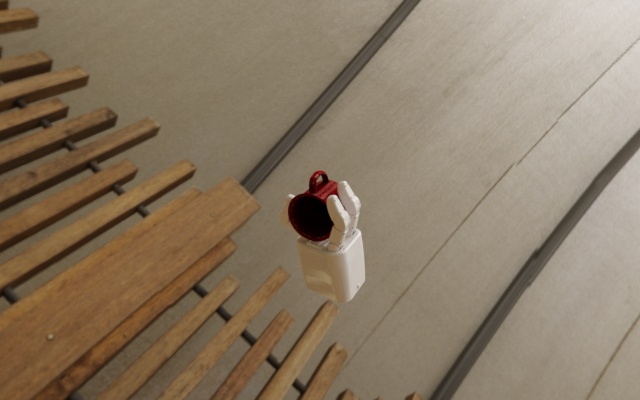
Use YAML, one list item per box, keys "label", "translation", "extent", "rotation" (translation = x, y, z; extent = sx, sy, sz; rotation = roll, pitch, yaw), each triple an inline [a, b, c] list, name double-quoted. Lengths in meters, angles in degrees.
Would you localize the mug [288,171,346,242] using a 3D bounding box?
- label: "mug"
  translation: [0.000, 0.001, 0.847]
  extent: [0.093, 0.117, 0.081]
  rotation: [5, 27, 27]
